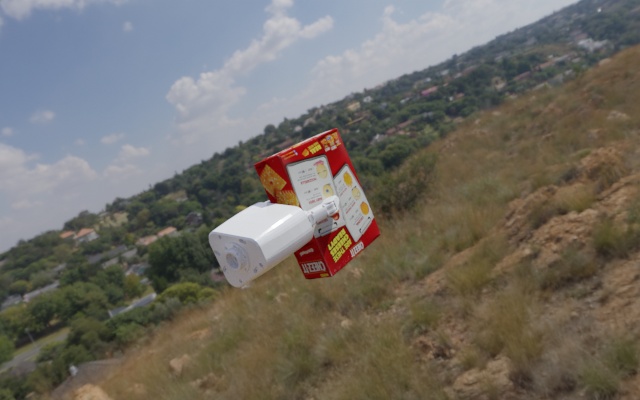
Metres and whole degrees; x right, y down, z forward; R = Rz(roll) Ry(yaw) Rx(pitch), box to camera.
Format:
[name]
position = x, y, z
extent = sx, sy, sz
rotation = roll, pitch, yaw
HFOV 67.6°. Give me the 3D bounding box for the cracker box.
[cracker box]
position = 0.000, 0.003, 0.823
extent = 0.072, 0.214, 0.164
rotation = -15, 12, 43
